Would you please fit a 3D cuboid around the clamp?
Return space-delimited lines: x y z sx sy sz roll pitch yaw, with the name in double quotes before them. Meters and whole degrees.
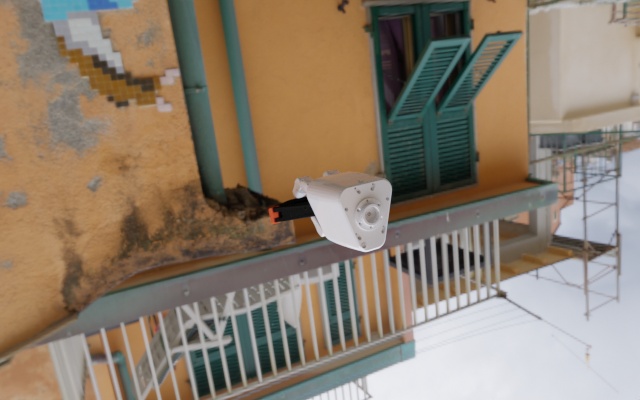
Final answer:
"clamp" 0.000 0.004 0.857 0.210 0.036 0.164 -13 9 -24
